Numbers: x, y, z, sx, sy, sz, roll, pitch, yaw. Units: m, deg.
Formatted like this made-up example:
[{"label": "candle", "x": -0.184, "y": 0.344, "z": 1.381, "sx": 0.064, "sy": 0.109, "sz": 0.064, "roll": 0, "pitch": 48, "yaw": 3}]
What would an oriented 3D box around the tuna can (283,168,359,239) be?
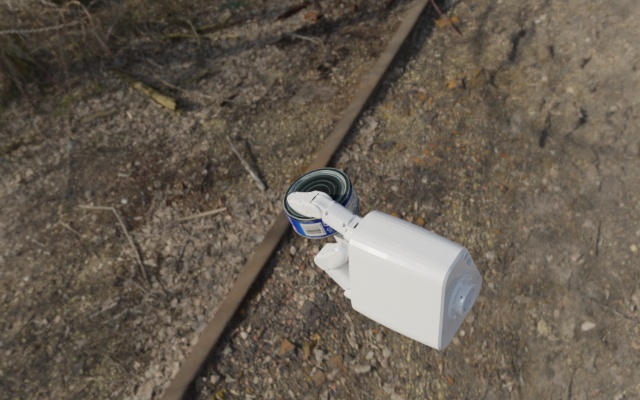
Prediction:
[{"label": "tuna can", "x": 0.000, "y": 0.001, "z": 0.561, "sx": 0.086, "sy": 0.086, "sz": 0.034, "roll": 0, "pitch": -42, "yaw": 26}]
